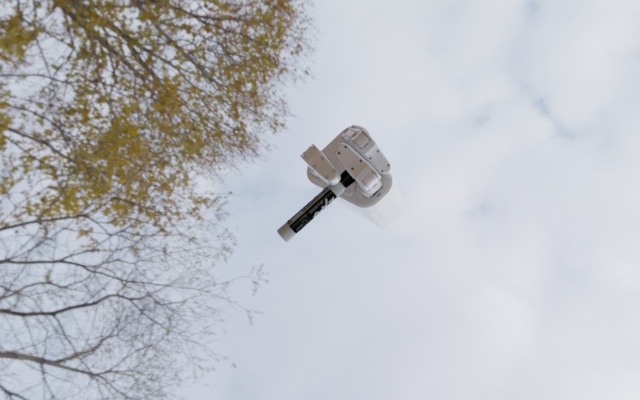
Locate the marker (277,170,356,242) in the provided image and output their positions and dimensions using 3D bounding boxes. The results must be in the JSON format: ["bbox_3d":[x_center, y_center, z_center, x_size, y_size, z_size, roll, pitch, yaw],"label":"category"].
[{"bbox_3d":[0.000,0.002,0.554,0.121,0.020,0.020,-42,-1,1],"label":"marker"}]
